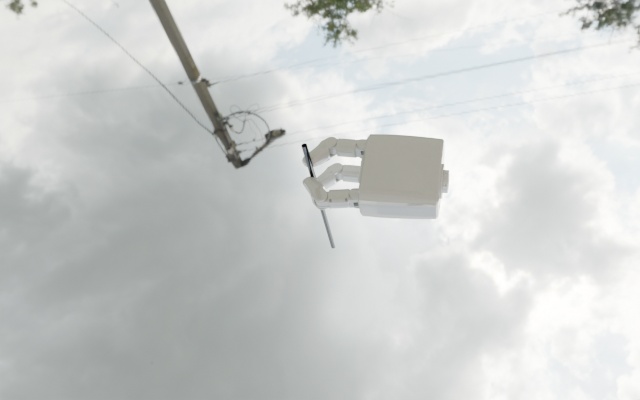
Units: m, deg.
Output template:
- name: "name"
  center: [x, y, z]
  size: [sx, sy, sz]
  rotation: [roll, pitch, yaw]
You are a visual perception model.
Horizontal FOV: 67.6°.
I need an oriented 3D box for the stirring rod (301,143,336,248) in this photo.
- name: "stirring rod"
  center: [0.000, 0.002, 0.741]
  size: [0.011, 0.011, 0.240]
  rotation: [0, -40, 14]
